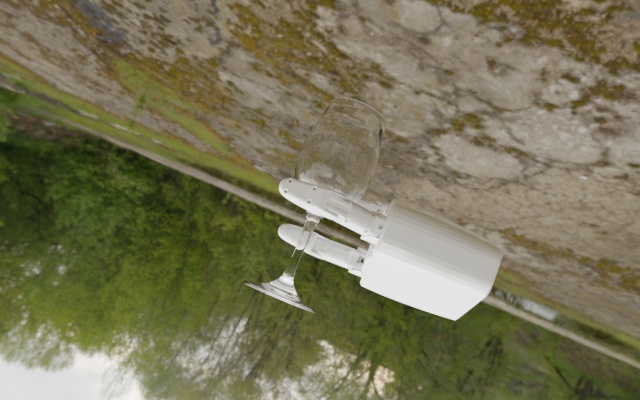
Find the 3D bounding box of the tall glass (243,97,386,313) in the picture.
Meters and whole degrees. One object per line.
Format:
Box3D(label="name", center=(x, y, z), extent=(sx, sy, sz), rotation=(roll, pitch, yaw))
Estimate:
Box3D(label="tall glass", center=(0.000, 0.002, 0.468), extent=(0.079, 0.201, 0.079), rotation=(22, -10, 4))
